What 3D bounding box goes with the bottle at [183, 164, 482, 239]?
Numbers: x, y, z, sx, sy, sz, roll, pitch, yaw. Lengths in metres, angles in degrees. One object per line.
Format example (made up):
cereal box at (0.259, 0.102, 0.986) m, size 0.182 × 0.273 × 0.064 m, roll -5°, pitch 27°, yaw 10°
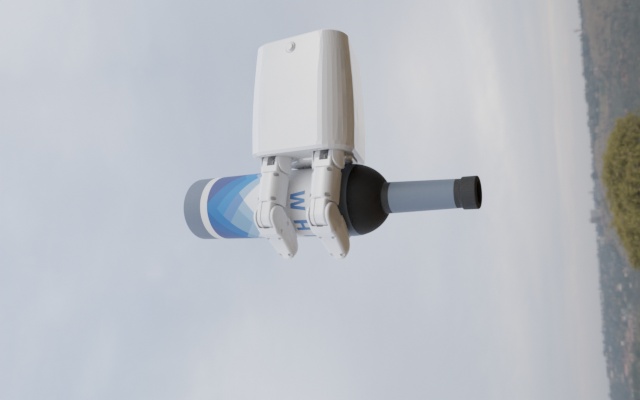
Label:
bottle at (0.000, 0.002, 0.457) m, size 0.296 × 0.069 × 0.069 m, roll -4°, pitch -2°, yaw 29°
